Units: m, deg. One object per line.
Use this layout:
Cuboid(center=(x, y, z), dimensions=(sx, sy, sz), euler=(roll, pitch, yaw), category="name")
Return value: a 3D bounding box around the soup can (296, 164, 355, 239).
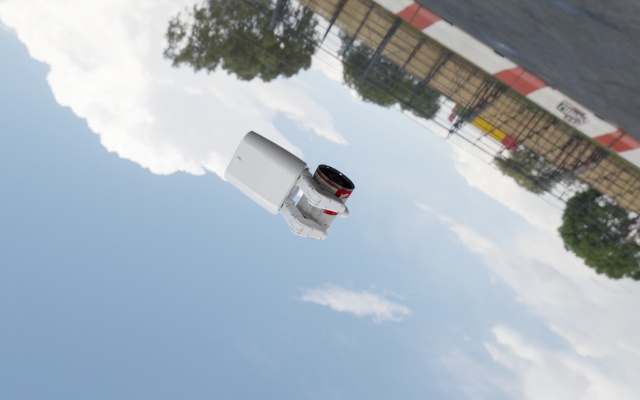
Cuboid(center=(0.000, 0.003, 0.765), dimensions=(0.068, 0.102, 0.068), euler=(28, 21, -12), category="soup can")
